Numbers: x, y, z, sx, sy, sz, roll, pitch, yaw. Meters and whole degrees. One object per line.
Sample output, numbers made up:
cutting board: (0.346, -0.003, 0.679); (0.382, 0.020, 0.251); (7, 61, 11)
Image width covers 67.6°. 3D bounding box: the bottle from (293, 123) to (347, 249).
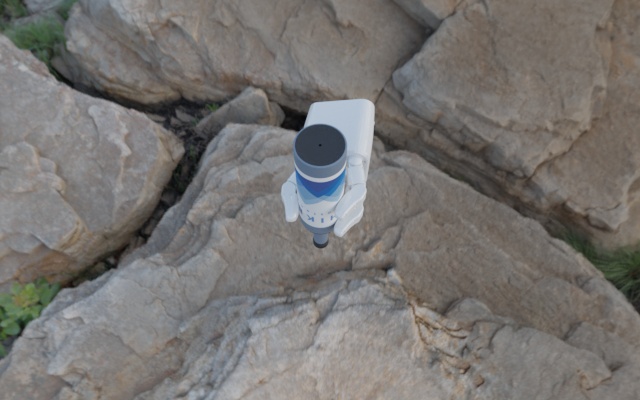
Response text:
bottle: (0.000, 0.002, 0.710); (0.069, 0.069, 0.296); (0, -28, 0)
